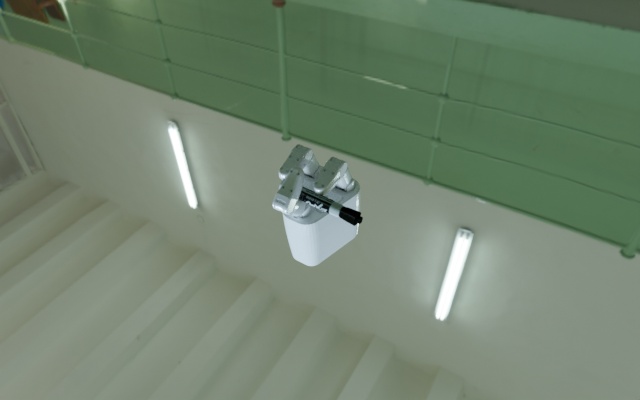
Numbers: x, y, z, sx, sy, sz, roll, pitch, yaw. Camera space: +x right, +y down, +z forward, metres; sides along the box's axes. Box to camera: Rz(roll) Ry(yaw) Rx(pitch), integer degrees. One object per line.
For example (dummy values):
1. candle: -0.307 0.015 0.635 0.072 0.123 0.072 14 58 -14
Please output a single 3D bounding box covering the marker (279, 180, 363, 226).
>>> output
1. marker: 0.000 0.002 0.610 0.121 0.020 0.020 24 11 24
